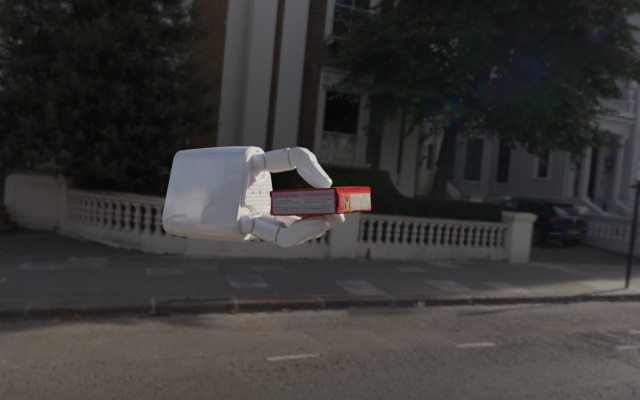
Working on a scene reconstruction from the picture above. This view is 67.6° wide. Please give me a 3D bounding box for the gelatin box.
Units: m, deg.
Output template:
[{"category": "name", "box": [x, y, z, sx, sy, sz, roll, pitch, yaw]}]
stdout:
[{"category": "gelatin box", "box": [0.000, 0.001, 0.525, 0.089, 0.030, 0.073, -3, -1, 34]}]
